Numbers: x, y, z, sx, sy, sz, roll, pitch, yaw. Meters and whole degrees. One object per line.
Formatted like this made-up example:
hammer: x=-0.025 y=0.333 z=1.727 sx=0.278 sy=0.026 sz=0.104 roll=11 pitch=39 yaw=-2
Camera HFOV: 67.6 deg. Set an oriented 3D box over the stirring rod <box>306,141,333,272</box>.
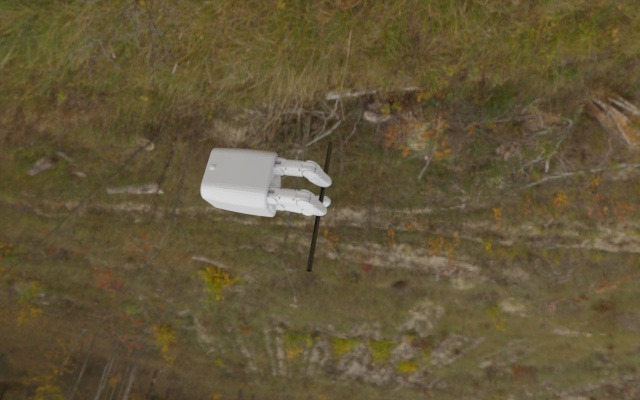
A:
stirring rod: x=0.000 y=0.002 z=0.782 sx=0.011 sy=0.239 sz=0.011 roll=7 pitch=-28 yaw=4
